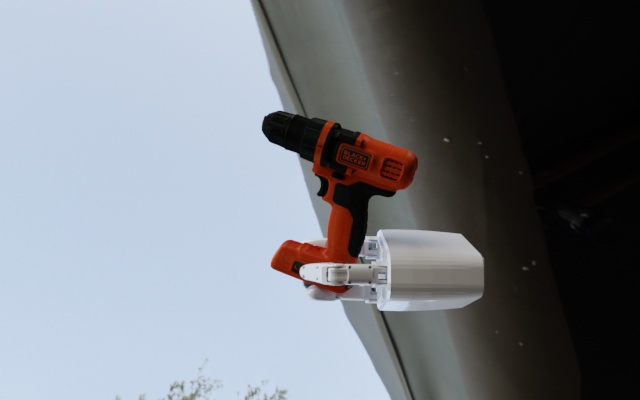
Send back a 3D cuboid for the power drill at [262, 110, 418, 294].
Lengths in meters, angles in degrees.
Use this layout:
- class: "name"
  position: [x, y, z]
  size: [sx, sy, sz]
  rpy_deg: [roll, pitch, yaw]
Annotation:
- class: "power drill"
  position: [0.000, 0.002, 0.560]
  size: [0.184, 0.188, 0.057]
  rpy_deg: [20, 19, 11]
